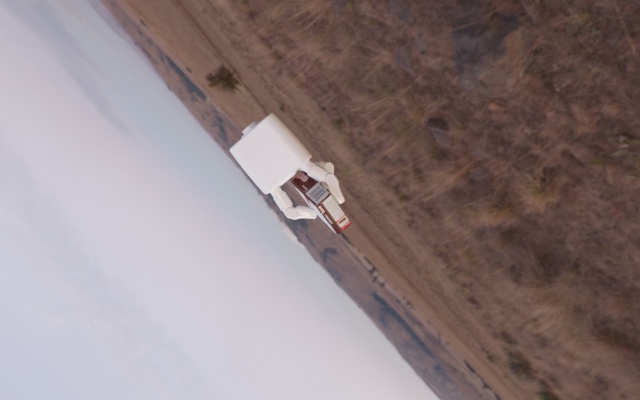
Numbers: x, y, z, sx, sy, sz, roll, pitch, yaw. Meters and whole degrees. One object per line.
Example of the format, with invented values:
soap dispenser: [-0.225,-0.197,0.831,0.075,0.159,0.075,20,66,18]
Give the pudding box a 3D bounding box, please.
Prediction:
pudding box: [0.000,0.003,0.895,0.090,0.039,0.113,52,-4,-37]
